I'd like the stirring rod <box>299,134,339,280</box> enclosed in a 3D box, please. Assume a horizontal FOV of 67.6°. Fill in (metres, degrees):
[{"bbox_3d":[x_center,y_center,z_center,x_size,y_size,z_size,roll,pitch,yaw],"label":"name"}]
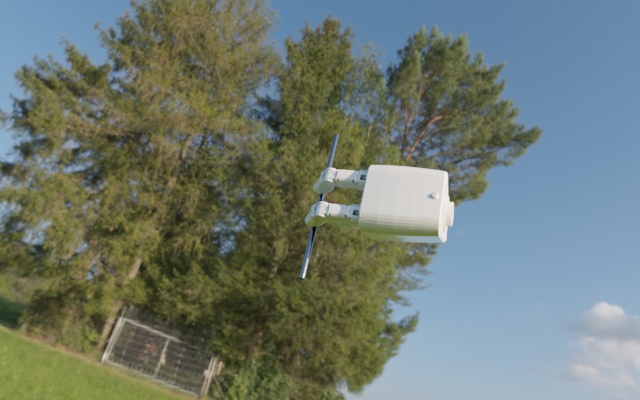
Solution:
[{"bbox_3d":[0.000,0.002,0.711,0.011,0.239,0.011,11,-25,5],"label":"stirring rod"}]
